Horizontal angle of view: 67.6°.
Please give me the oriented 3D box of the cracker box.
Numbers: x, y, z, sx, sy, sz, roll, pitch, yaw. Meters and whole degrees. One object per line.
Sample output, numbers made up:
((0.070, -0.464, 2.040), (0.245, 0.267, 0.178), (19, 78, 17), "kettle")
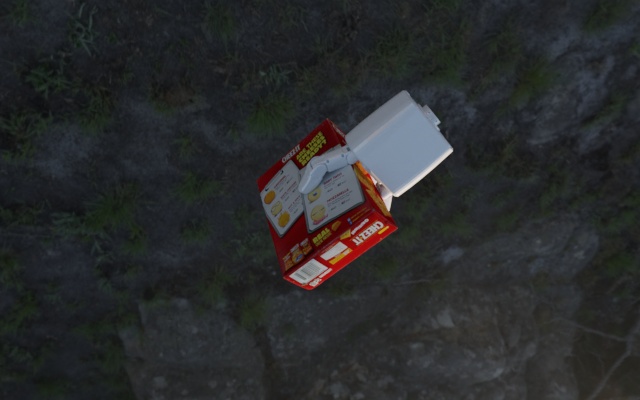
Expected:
((0.000, 0.002, 0.725), (0.164, 0.213, 0.072), (-39, -47, 17), "cracker box")
